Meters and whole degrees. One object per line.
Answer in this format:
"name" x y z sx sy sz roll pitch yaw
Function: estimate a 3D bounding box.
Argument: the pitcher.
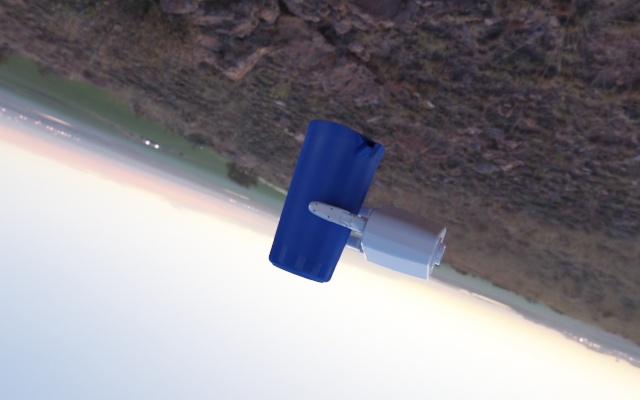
"pitcher" 0.000 0.003 0.779 0.145 0.243 0.149 19 -5 17
